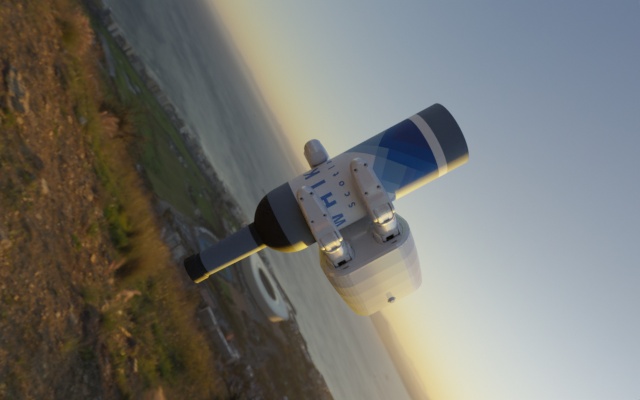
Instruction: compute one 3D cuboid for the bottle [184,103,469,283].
[{"bbox_3d":[0.000,0.001,0.477,0.296,0.069,0.069,-28,0,0],"label":"bottle"}]
